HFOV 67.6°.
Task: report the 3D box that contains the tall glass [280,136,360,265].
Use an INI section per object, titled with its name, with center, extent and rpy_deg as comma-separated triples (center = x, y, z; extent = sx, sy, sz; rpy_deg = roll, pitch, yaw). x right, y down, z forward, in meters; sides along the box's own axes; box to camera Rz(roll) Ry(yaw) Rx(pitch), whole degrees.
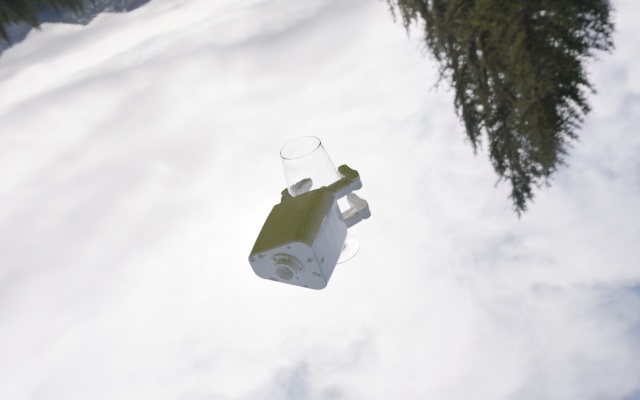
[tall glass]
center = 0.000, 0.003, 0.732
extent = 0.079, 0.201, 0.079
rpy_deg = -14, 33, 10
